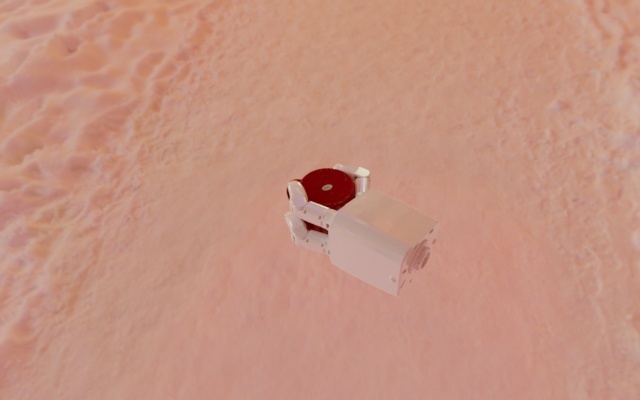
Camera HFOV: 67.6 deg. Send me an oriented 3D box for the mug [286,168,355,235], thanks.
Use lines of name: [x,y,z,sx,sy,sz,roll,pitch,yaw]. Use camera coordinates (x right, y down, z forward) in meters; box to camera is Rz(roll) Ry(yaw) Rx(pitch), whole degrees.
mug: [-0.001,0.002,0.705,0.117,0.082,0.093,25,51,25]
